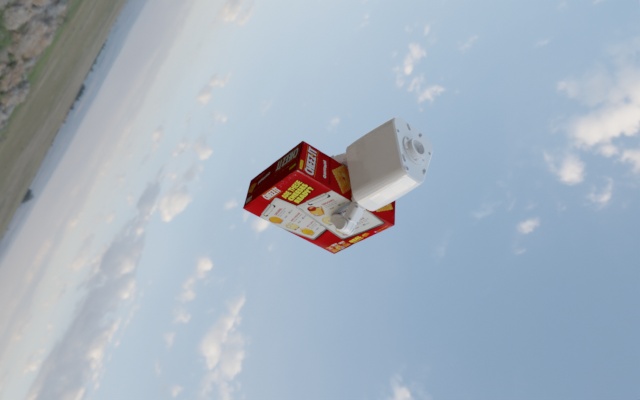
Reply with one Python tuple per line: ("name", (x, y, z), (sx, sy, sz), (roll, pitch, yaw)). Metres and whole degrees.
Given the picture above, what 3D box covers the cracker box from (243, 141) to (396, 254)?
("cracker box", (0.000, 0.003, 0.839), (0.214, 0.072, 0.164), (29, -40, -28))
